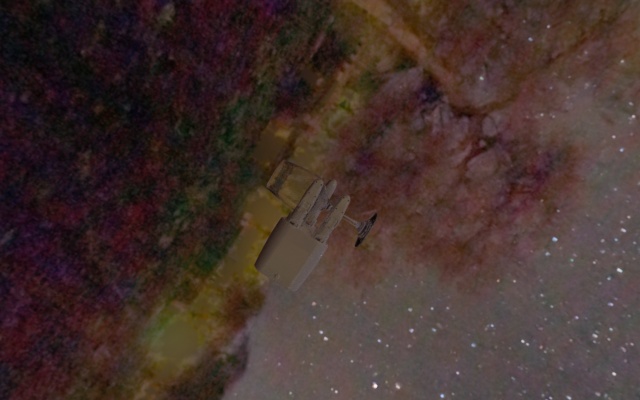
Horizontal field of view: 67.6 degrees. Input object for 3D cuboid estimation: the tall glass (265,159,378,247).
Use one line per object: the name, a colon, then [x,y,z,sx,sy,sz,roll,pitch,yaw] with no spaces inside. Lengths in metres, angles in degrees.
tall glass: [0.001,0.003,0.873,0.201,0.079,0.079,32,-3,-5]
